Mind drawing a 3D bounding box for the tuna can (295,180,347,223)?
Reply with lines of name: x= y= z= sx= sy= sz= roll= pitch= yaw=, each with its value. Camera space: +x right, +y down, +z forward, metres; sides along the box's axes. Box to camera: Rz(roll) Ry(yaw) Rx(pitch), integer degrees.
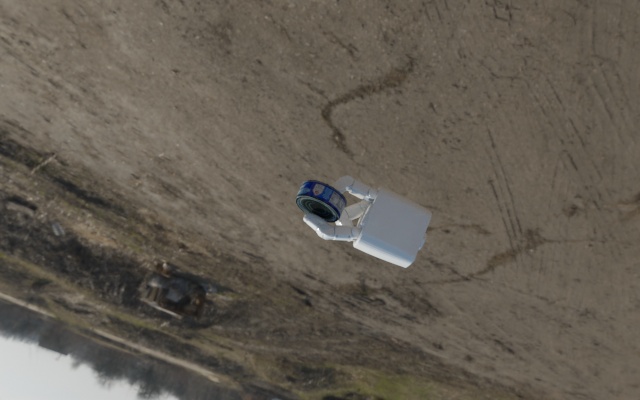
tuna can: x=0.000 y=0.003 z=0.828 sx=0.086 sy=0.033 sz=0.086 roll=22 pitch=-24 yaw=10
